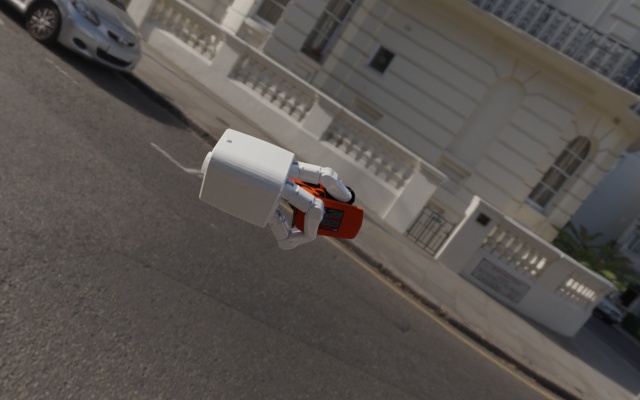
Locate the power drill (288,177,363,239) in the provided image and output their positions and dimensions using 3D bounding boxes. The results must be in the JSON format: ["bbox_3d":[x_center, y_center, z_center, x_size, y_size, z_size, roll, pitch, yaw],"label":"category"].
[{"bbox_3d":[0.000,0.003,0.790,0.184,0.057,0.187,10,14,-22],"label":"power drill"}]
